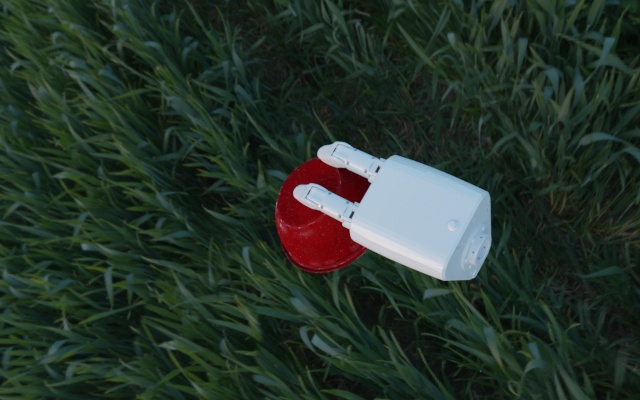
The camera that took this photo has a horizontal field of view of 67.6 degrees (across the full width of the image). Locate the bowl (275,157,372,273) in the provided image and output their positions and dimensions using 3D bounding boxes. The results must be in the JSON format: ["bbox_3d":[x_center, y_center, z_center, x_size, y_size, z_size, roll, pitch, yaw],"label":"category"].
[{"bbox_3d":[-0.001,0.002,0.574,0.162,0.162,0.055,0,-26,39],"label":"bowl"}]
